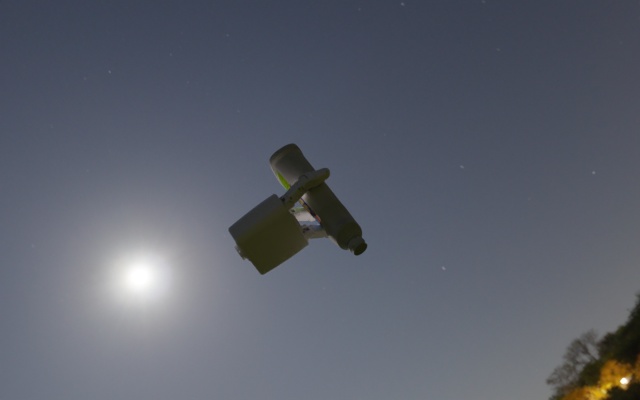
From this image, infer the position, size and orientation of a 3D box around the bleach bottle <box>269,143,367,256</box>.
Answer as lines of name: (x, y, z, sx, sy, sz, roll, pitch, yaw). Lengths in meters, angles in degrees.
bleach bottle: (0.000, 0.003, 0.875, 0.068, 0.250, 0.103, -35, -38, -8)
